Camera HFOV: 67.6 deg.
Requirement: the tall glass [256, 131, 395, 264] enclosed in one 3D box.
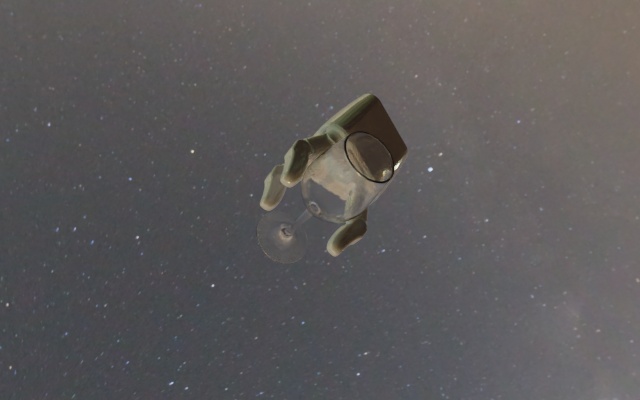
[{"bbox_3d":[0.000,0.002,0.550,0.079,0.079,0.201,0,-27,-34],"label":"tall glass"}]
